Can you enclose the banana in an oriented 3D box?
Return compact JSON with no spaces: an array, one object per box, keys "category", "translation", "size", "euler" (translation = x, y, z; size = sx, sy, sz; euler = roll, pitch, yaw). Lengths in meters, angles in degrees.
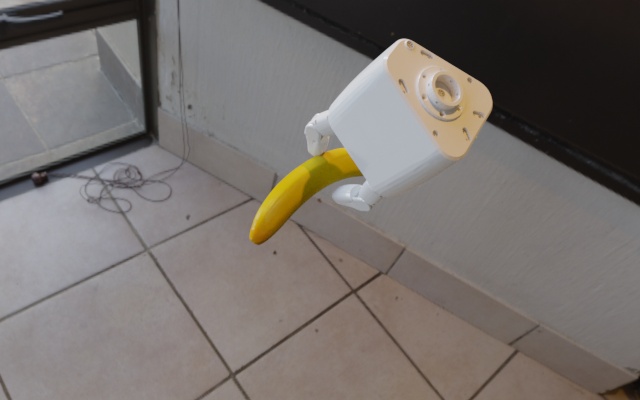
[{"category":"banana","translation":[-0.003,-0.017,0.562],"size":[0.198,0.070,0.037],"euler":[-25,17,-26]}]
